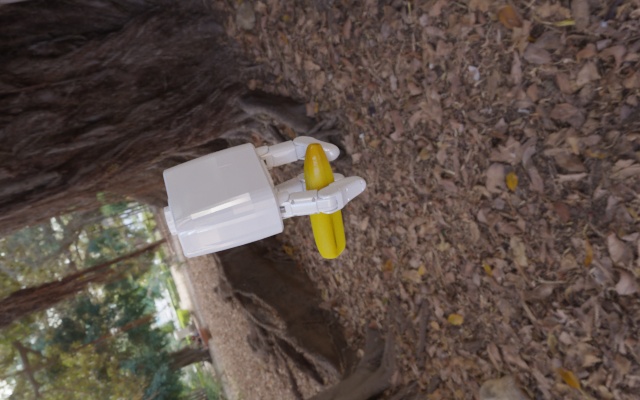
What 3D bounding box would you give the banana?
[{"bbox_3d":[0.005,0.018,0.573,0.037,0.069,0.198,-15,-35,-3],"label":"banana"}]
